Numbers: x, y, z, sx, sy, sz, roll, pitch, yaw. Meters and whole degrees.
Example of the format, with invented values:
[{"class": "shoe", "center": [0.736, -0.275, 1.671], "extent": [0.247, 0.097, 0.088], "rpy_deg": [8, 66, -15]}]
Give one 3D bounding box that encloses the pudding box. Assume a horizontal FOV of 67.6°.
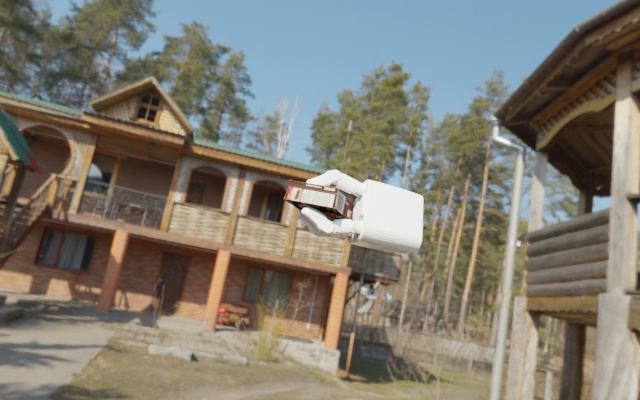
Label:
[{"class": "pudding box", "center": [0.000, 0.002, 0.810], "extent": [0.090, 0.039, 0.113], "rpy_deg": [9, -13, 18]}]
